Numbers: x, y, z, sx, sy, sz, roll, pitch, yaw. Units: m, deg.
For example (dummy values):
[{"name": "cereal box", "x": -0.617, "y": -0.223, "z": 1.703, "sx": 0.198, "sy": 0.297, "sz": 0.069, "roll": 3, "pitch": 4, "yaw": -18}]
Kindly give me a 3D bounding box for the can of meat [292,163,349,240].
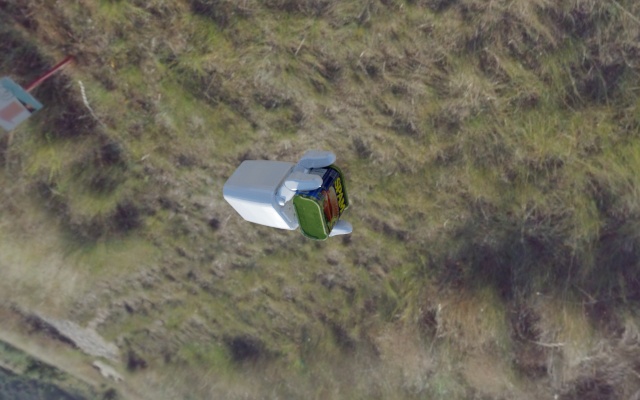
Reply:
[{"name": "can of meat", "x": 0.000, "y": 0.003, "z": 0.776, "sx": 0.057, "sy": 0.102, "sz": 0.084, "roll": 11, "pitch": 47, "yaw": 25}]
